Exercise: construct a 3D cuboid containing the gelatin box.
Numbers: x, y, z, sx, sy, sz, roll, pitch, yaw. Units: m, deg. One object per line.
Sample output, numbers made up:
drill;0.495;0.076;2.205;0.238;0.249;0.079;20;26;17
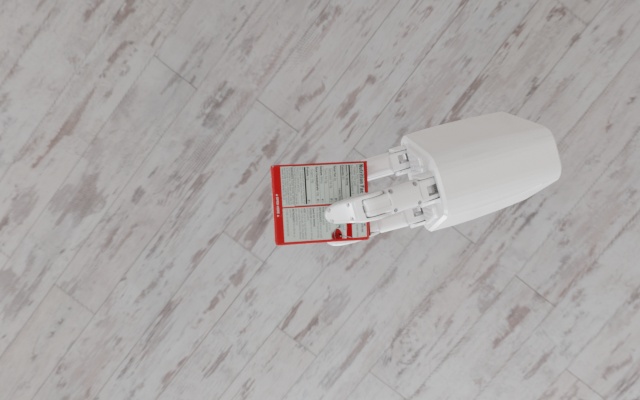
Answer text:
gelatin box;0.000;0.002;0.442;0.089;0.073;0.030;-4;4;-6
